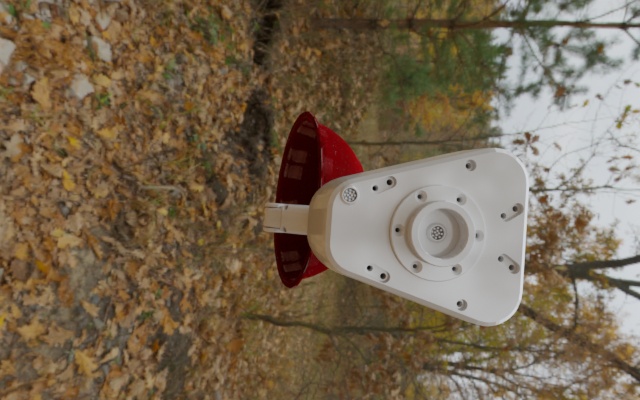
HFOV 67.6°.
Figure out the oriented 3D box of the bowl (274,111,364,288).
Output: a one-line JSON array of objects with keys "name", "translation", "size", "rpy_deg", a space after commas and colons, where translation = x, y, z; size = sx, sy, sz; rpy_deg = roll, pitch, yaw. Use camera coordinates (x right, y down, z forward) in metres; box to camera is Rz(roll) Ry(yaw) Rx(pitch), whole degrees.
[{"name": "bowl", "translation": [0.000, 0.001, 0.448], "size": [0.055, 0.162, 0.162], "rpy_deg": [6, -2, -18]}]
